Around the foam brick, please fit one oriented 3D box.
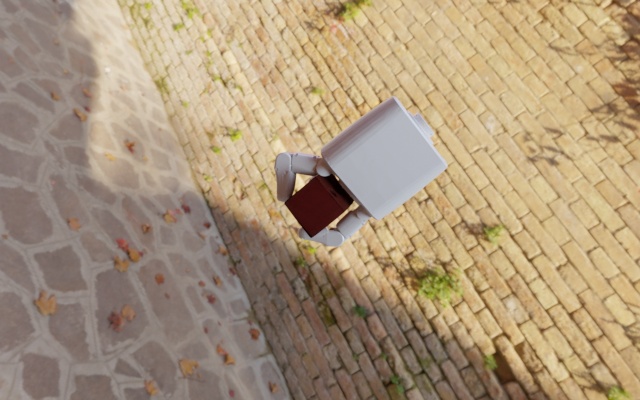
[{"bbox_3d":[0.000,0.002,0.569,0.051,0.053,0.078,-39,0,15],"label":"foam brick"}]
